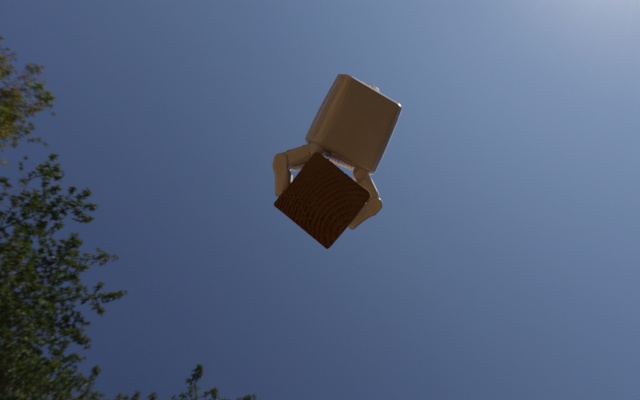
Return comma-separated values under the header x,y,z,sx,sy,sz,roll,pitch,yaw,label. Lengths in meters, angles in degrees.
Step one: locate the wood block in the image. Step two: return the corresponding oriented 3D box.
x,y,z,sx,sy,sz,roll,pitch,yaw,label
0.001,0.002,0.691,0.091,0.090,0.206,39,-2,0,wood block
